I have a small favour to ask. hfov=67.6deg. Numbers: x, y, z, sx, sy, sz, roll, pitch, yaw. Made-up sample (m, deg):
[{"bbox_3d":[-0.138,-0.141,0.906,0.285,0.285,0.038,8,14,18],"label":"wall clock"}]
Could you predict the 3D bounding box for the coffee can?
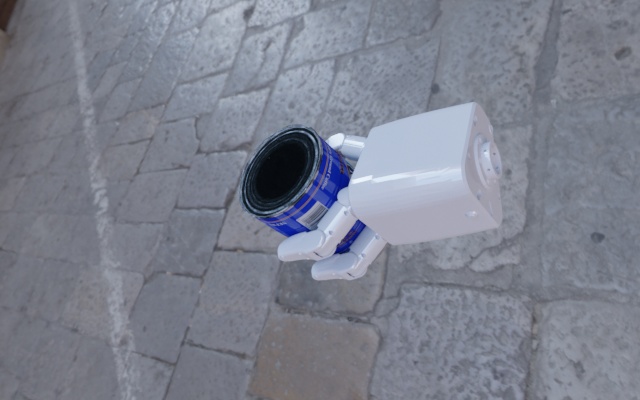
[{"bbox_3d":[0.000,0.002,0.500,0.103,0.102,0.140,0,-26,41],"label":"coffee can"}]
